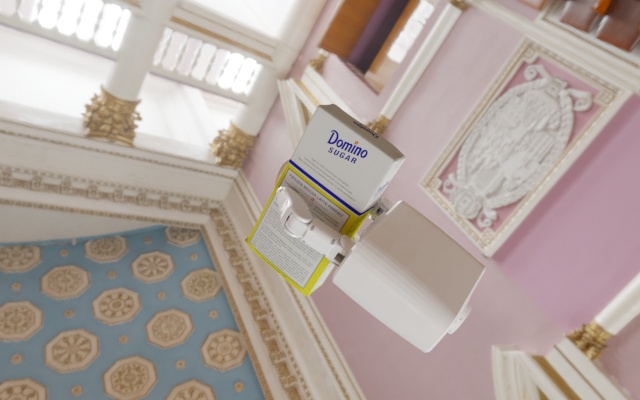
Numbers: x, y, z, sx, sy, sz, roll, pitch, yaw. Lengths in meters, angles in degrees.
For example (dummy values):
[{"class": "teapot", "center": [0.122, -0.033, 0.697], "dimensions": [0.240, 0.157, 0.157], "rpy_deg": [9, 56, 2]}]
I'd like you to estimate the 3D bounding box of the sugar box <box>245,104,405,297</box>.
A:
[{"class": "sugar box", "center": [0.000, 0.002, 0.484], "dimensions": [0.093, 0.176, 0.048], "rpy_deg": [39, 25, 14]}]
